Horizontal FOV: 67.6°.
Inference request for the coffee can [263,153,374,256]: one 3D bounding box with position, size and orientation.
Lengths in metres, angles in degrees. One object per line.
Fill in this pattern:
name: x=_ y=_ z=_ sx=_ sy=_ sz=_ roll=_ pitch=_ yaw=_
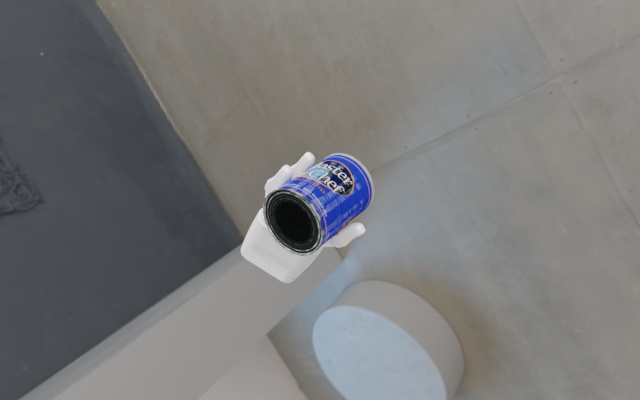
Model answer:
coffee can: x=0.000 y=0.002 z=0.698 sx=0.103 sy=0.103 sz=0.140 roll=0 pitch=24 yaw=39
